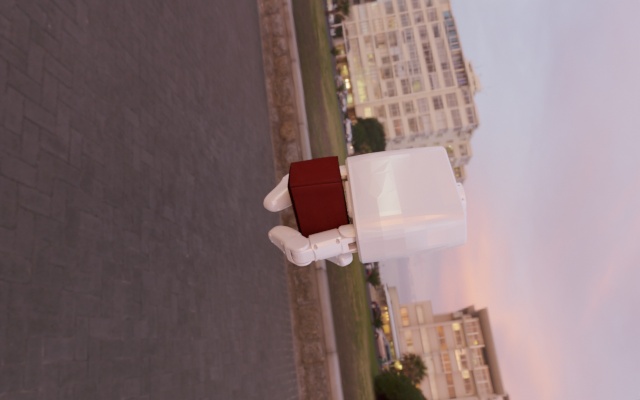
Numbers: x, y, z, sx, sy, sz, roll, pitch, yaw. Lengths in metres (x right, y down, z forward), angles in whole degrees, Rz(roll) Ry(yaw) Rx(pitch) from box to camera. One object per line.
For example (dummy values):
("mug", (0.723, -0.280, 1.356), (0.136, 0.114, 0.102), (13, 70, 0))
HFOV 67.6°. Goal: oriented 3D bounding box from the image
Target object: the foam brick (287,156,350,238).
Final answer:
("foam brick", (0.000, 0.001, 0.488), (0.051, 0.078, 0.053), (-8, 34, 6))
